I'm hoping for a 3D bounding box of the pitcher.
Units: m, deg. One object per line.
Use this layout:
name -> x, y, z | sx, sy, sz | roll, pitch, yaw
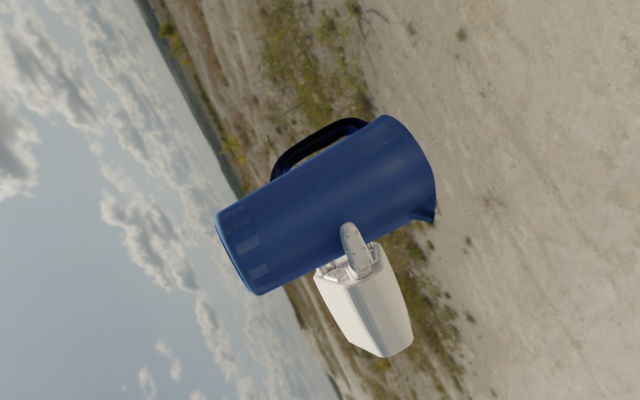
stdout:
pitcher -> 0.000, 0.002, 0.570 | 0.243, 0.145, 0.149 | -28, 13, -8
